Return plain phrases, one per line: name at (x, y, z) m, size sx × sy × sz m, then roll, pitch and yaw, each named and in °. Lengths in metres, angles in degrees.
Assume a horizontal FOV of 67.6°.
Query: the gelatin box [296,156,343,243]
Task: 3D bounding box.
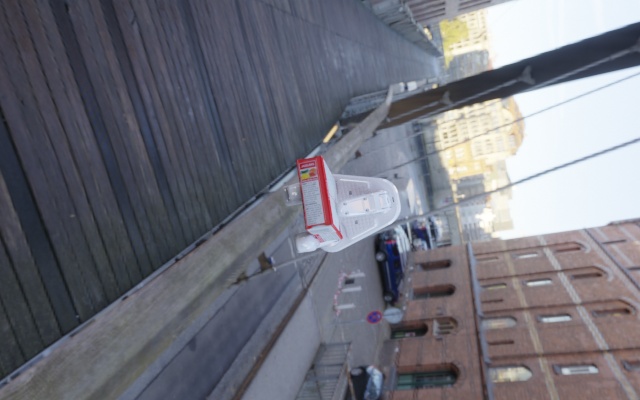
gelatin box at (0.000, 0.002, 0.507) m, size 0.030 × 0.073 × 0.089 m, roll -10°, pitch -15°, yaw 7°
